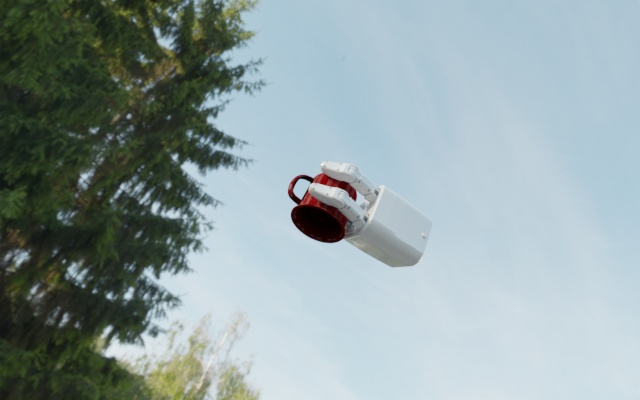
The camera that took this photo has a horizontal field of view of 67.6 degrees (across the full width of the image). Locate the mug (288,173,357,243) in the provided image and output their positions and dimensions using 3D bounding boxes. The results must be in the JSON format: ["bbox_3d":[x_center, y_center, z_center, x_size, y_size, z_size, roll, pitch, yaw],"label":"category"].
[{"bbox_3d":[-0.001,0.002,0.771,0.117,0.081,0.093,34,-36,-10],"label":"mug"}]
